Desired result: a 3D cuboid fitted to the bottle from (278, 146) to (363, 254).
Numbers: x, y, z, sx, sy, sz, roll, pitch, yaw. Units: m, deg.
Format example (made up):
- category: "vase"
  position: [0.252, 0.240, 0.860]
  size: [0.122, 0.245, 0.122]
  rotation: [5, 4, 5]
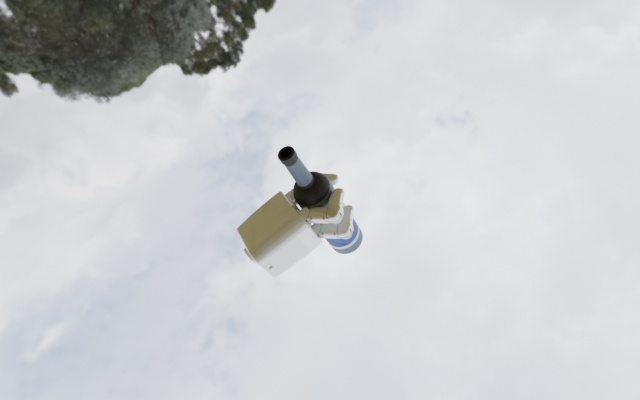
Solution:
- category: "bottle"
  position: [0.000, 0.003, 0.827]
  size: [0.069, 0.069, 0.296]
  rotation: [0, -30, 24]
